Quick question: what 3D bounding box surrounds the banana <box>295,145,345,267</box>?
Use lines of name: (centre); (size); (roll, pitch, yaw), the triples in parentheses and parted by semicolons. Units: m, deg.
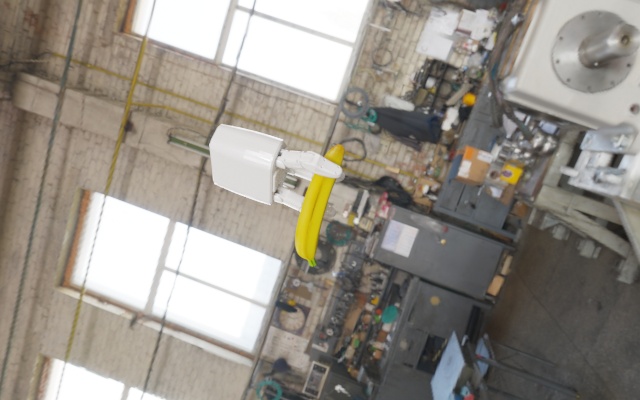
banana: (-0.004, 0.005, 0.730); (0.037, 0.198, 0.069); (16, 1, 12)
